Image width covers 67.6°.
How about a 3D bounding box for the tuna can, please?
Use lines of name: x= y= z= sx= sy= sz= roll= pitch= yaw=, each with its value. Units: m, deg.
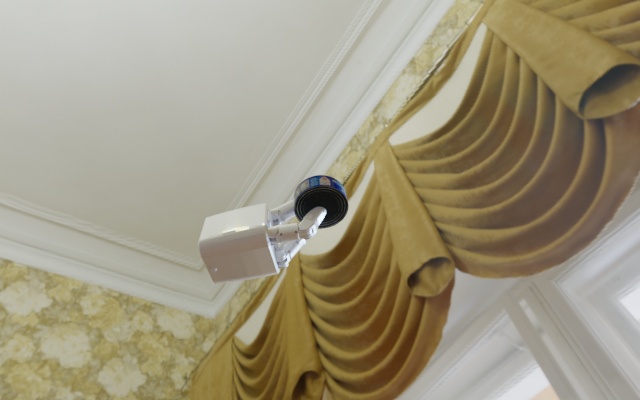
tuna can: x=0.000 y=0.002 z=0.758 sx=0.086 sy=0.086 sz=0.033 roll=0 pitch=38 yaw=-6
